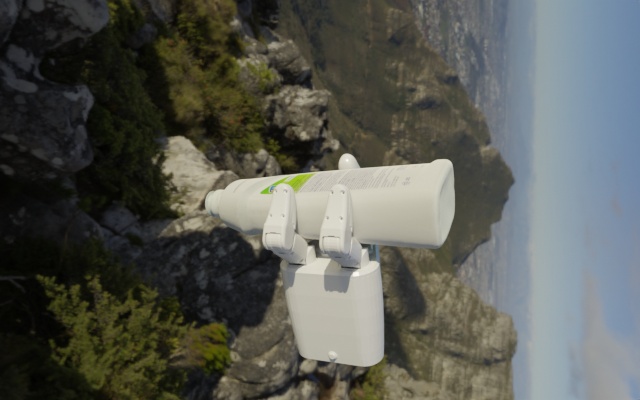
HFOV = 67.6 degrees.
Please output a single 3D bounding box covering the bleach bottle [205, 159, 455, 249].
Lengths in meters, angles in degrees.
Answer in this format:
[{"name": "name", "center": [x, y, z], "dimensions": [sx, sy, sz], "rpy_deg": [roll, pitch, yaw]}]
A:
[{"name": "bleach bottle", "center": [0.000, 0.002, 0.482], "dimensions": [0.251, 0.068, 0.102], "rpy_deg": [1, 20, 24]}]
